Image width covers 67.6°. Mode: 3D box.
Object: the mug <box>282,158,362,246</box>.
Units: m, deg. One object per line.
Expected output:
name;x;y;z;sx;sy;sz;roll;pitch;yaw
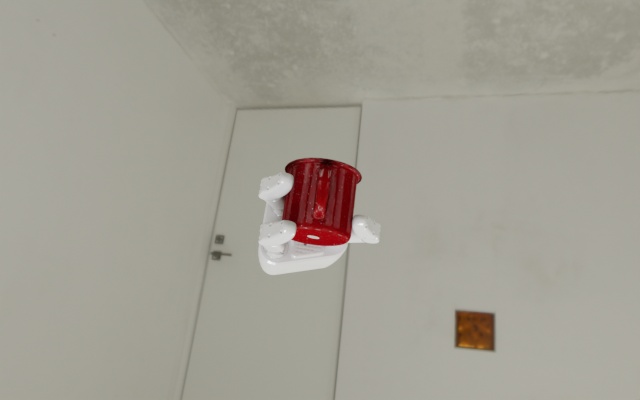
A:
mug;0.000;0.002;0.548;0.093;0.081;0.117;9;-19;-4
